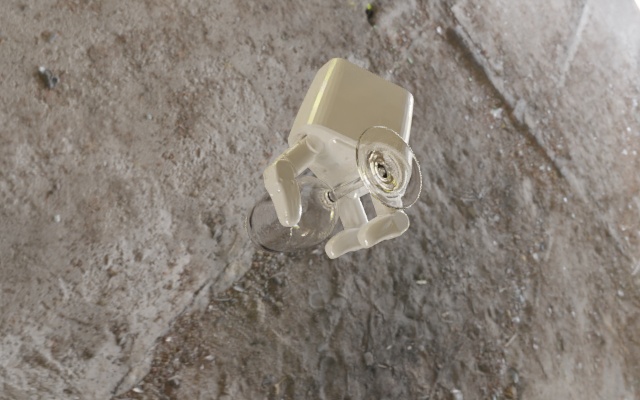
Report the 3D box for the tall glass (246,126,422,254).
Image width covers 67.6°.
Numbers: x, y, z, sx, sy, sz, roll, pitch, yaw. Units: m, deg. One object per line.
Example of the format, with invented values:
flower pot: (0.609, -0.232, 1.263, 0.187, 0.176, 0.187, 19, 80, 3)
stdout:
tall glass: (0.000, 0.001, 0.472, 0.079, 0.079, 0.201, 0, -18, -38)
